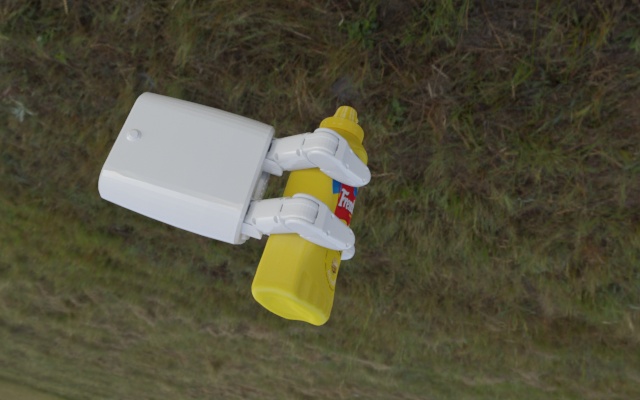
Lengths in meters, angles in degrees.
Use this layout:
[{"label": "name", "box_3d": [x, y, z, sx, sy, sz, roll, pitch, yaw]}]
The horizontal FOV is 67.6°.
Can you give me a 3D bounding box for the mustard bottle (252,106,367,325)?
[{"label": "mustard bottle", "box_3d": [0.000, 0.002, 0.406, 0.058, 0.191, 0.096, 7, -25, 19]}]
